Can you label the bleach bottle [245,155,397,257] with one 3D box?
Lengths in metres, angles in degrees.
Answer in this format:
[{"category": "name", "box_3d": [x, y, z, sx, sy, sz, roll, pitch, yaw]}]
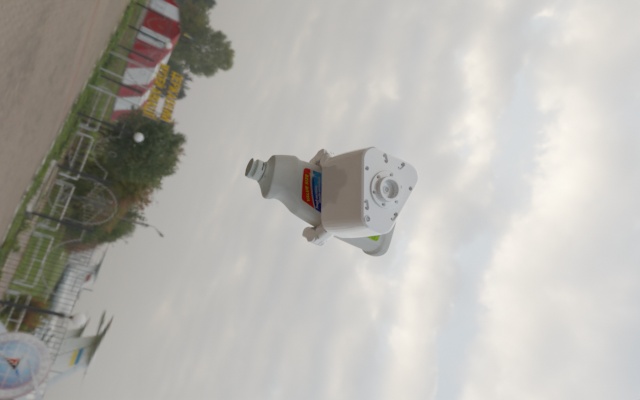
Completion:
[{"category": "bleach bottle", "box_3d": [0.000, 0.002, 0.741, 0.251, 0.102, 0.068, 22, -13, -24]}]
